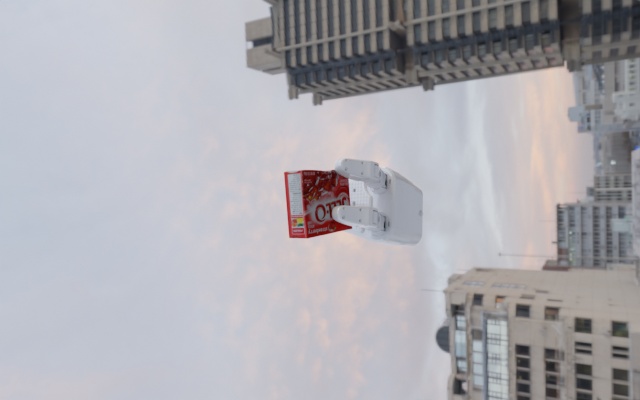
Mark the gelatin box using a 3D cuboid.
[{"bbox_3d":[0.000,0.002,0.541,0.030,0.073,0.089,-3,2,38],"label":"gelatin box"}]
